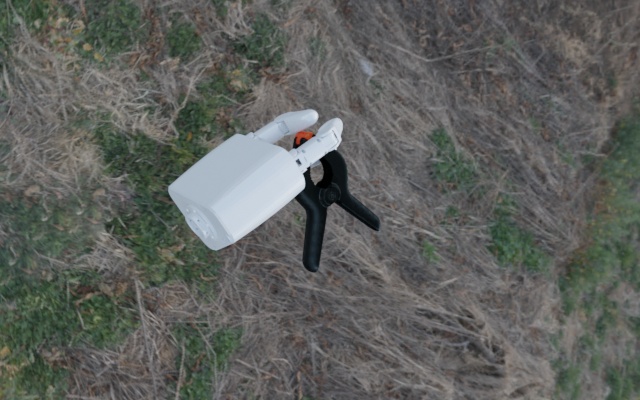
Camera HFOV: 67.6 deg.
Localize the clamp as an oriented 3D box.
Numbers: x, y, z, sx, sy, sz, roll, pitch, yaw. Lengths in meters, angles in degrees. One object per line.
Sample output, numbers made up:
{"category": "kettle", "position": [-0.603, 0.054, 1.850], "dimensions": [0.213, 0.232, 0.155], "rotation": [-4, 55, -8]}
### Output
{"category": "clamp", "position": [0.000, 0.002, 0.586], "dimensions": [0.120, 0.171, 0.039], "rotation": [-41, 25, -26]}
